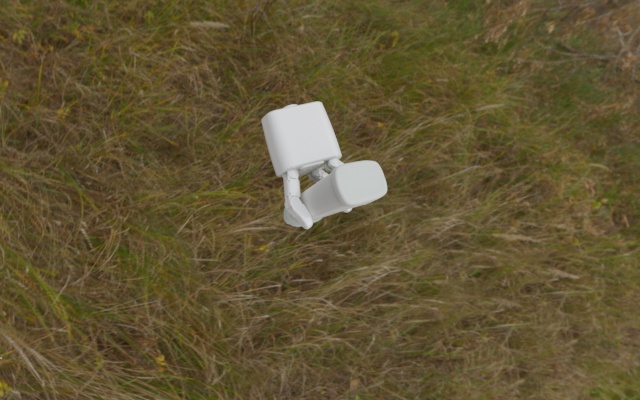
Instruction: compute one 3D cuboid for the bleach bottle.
[{"bbox_3d":[0.000,0.003,0.836,0.102,0.068,0.251,-14,-7,-36],"label":"bleach bottle"}]
